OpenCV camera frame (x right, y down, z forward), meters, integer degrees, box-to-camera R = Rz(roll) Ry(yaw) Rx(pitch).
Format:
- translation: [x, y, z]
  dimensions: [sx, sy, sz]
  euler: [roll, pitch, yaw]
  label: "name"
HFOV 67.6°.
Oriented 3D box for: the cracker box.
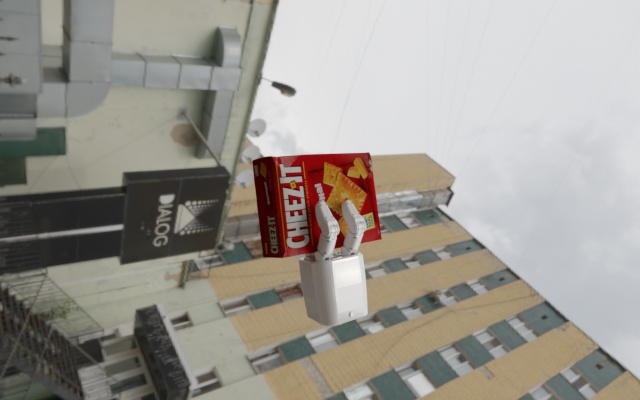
- translation: [0.000, 0.003, 0.822]
  dimensions: [0.213, 0.164, 0.072]
  euler: [-6, -1, -37]
  label: "cracker box"
